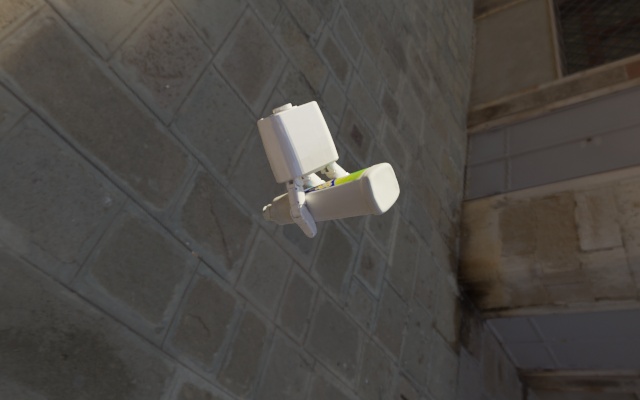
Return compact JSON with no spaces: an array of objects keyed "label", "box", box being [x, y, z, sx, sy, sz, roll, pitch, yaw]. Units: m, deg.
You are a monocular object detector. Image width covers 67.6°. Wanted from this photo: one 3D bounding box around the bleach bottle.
[{"label":"bleach bottle","box":[0.000,0.003,0.806,0.251,0.068,0.102,-14,13,33]}]
